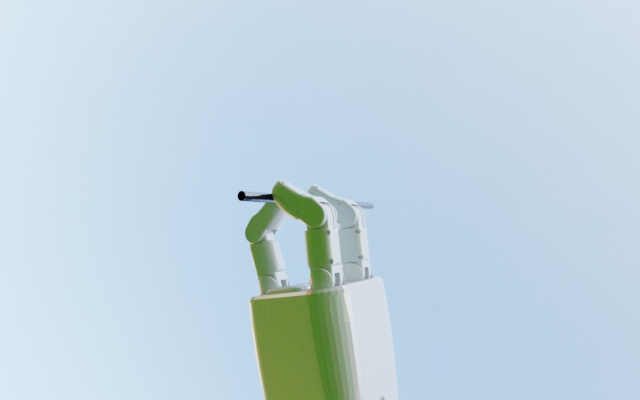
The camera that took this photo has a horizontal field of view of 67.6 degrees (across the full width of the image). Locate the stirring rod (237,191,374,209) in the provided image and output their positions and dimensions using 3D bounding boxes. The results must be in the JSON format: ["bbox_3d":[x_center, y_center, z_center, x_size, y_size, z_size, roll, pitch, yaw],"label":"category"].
[{"bbox_3d":[0.000,0.002,0.466,0.011,0.011,0.239,0,-2,30],"label":"stirring rod"}]
